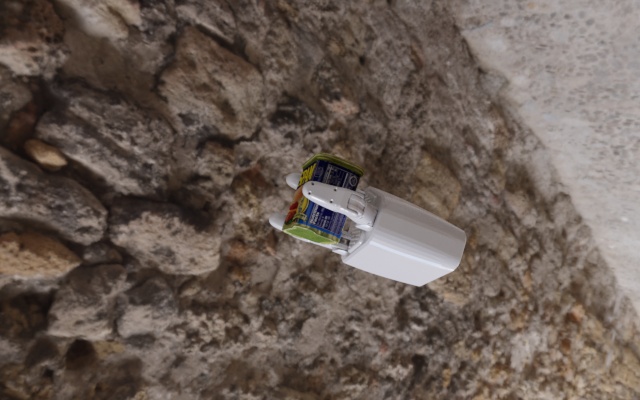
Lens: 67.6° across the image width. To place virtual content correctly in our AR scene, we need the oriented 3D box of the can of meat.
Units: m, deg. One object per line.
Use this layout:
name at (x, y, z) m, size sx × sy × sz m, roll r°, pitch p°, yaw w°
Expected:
can of meat at (0.000, 0.002, 0.534) m, size 0.057 × 0.084 × 0.102 m, roll 21°, pitch -11°, yaw -12°
